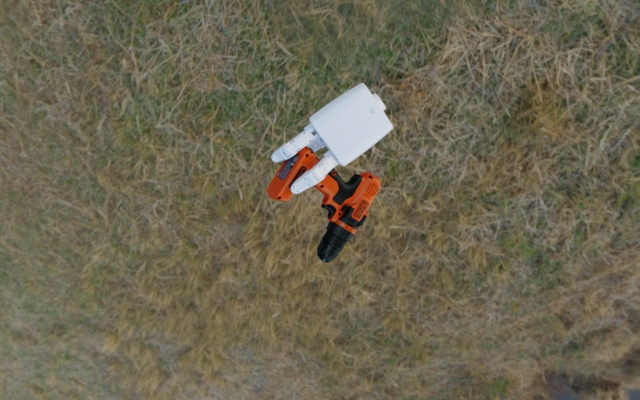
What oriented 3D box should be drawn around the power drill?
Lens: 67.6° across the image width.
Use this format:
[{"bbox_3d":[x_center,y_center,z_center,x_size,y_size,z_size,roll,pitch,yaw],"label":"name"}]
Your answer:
[{"bbox_3d":[0.000,0.002,0.847,0.188,0.184,0.057,31,-1,-32],"label":"power drill"}]
